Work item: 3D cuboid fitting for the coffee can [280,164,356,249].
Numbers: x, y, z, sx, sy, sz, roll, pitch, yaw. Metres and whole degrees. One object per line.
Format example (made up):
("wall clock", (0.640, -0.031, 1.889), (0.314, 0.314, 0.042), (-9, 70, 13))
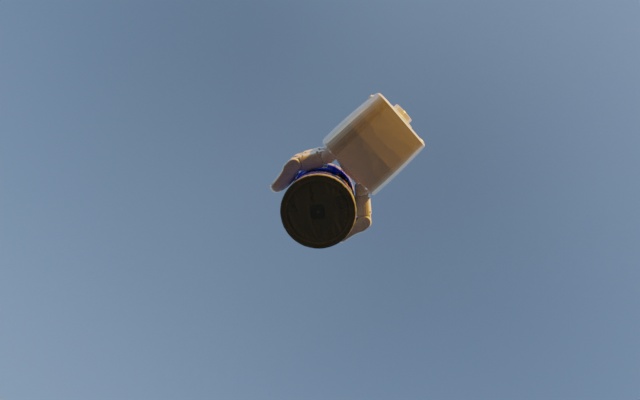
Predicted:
("coffee can", (0.000, 0.003, 0.705), (0.103, 0.103, 0.140), (0, 11, 3))
